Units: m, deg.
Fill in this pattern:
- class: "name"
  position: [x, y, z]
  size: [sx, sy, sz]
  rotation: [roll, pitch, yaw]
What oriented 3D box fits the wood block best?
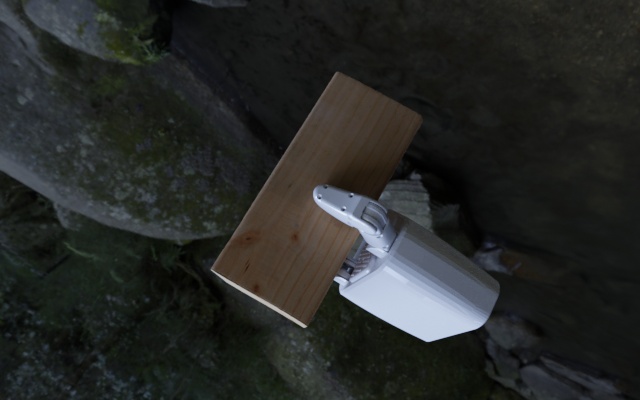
- class: "wood block"
  position: [0.000, 0.002, 0.437]
  size: [0.090, 0.206, 0.091]
  rotation: [29, -15, 5]
